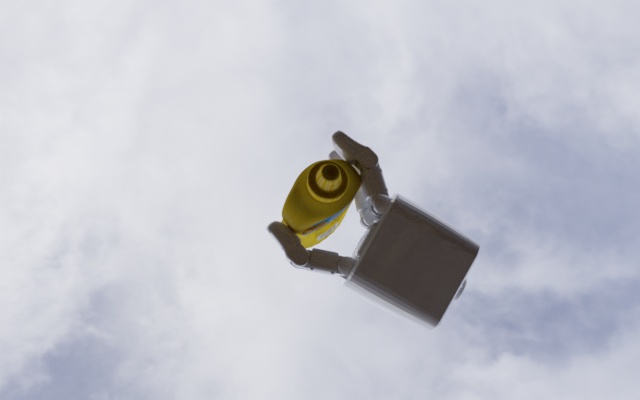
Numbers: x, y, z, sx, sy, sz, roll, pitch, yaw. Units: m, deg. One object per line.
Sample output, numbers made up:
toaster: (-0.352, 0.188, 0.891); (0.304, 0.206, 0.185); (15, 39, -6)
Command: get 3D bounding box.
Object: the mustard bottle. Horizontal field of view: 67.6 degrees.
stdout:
mustard bottle: (0.000, 0.002, 0.536); (0.096, 0.058, 0.192); (-35, -10, -15)
